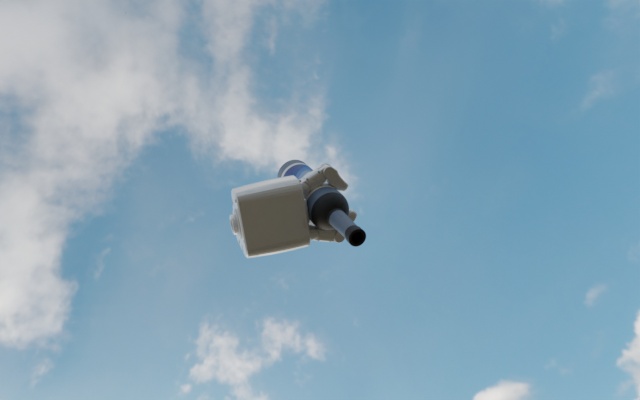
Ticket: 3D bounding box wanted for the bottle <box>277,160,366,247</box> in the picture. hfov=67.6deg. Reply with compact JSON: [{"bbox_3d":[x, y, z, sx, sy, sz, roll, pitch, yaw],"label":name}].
[{"bbox_3d":[0.000,0.002,0.798,0.069,0.069,0.295,0,20,-22],"label":"bottle"}]
